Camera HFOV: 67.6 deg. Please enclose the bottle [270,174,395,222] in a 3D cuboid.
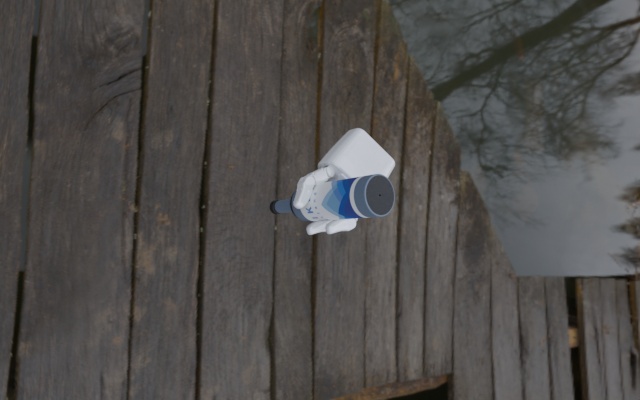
[{"bbox_3d":[0.000,0.003,0.847,0.069,0.069,0.296,0,-4,-39],"label":"bottle"}]
